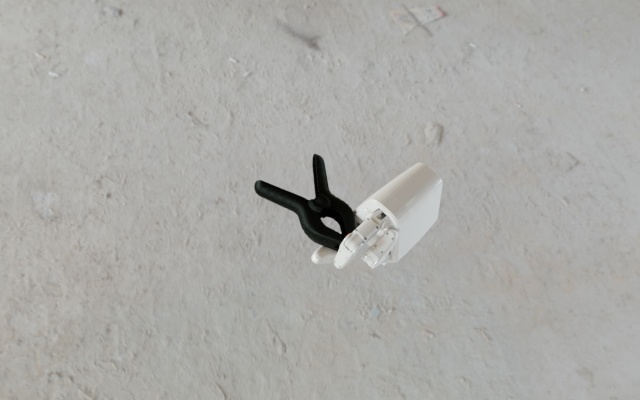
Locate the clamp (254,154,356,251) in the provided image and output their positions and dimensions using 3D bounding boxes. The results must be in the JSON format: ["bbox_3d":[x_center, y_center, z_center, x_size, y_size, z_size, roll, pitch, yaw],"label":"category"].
[{"bbox_3d":[0.000,0.002,0.696,0.120,0.171,0.039,-39,-18,-25],"label":"clamp"}]
